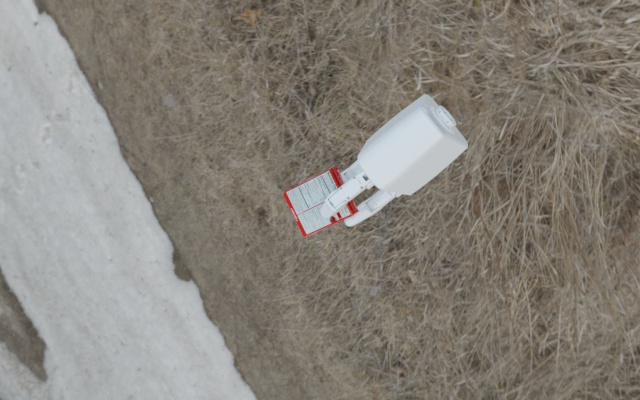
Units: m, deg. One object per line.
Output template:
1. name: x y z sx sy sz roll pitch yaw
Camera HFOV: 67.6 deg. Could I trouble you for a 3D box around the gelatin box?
1. gelatin box: 0.000 0.002 0.688 0.089 0.073 0.030 -26 1 25
